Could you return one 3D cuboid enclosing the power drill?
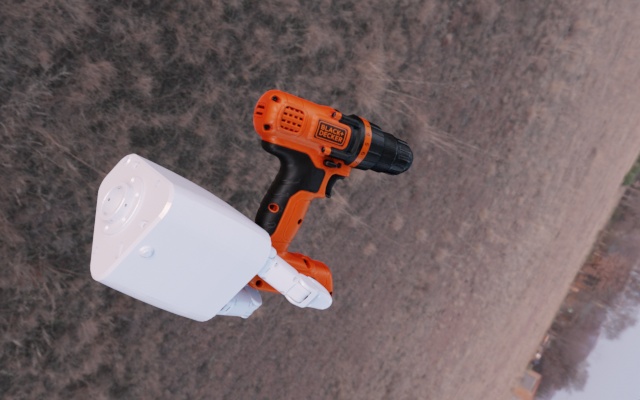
[{"bbox_3d":[0.000,0.002,0.482,0.184,0.187,0.057,15,3,-30],"label":"power drill"}]
